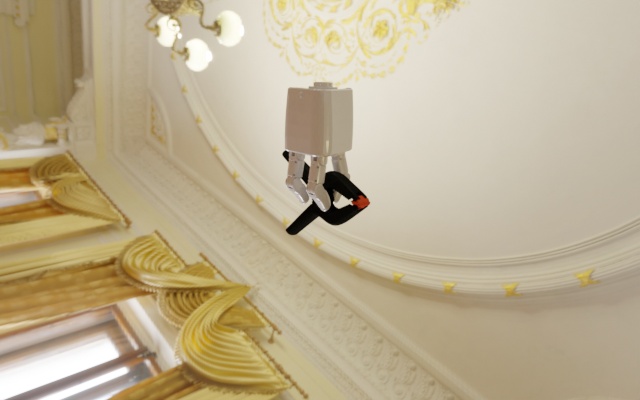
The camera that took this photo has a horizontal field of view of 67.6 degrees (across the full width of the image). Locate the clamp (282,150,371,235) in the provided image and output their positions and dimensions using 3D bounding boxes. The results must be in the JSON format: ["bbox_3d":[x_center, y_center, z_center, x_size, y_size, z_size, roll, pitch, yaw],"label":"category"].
[{"bbox_3d":[0.001,0.003,0.850,0.036,0.164,0.210,-12,20,-41],"label":"clamp"}]
